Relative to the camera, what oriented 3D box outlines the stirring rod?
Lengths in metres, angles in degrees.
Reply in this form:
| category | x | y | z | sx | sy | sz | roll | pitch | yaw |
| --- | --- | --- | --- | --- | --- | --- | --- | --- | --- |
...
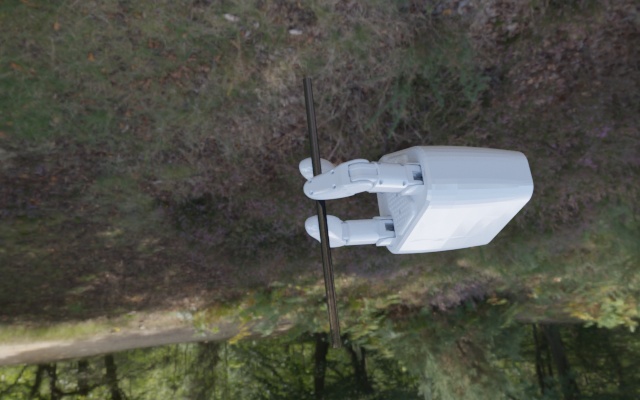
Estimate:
| category | x | y | z | sx | sy | sz | roll | pitch | yaw |
| --- | --- | --- | --- | --- | --- | --- | --- | --- | --- |
| stirring rod | 0.000 | 0.001 | 0.410 | 0.011 | 0.239 | 0.011 | -6 | -17 | -2 |
